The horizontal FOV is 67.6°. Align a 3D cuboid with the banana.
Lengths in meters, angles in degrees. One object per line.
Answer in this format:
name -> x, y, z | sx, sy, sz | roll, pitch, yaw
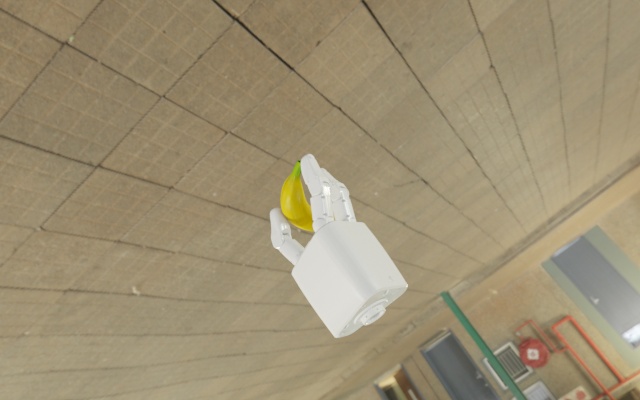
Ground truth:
banana -> -0.016, 0.013, 0.709 | 0.069, 0.037, 0.198 | -39, -28, 0
